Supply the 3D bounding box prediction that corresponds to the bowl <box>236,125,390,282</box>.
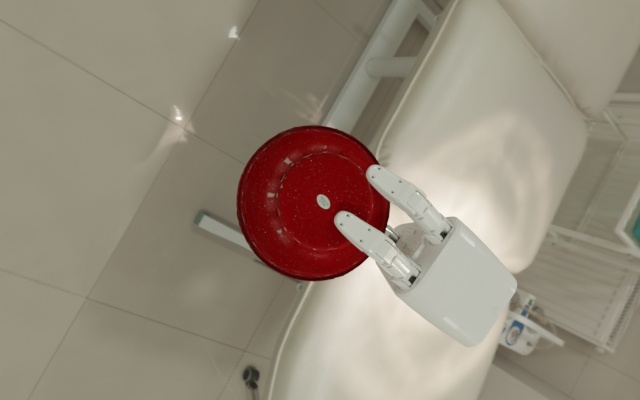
[{"bbox_3d":[-0.001,0.001,0.467,0.162,0.162,0.055,0,-2,-11],"label":"bowl"}]
